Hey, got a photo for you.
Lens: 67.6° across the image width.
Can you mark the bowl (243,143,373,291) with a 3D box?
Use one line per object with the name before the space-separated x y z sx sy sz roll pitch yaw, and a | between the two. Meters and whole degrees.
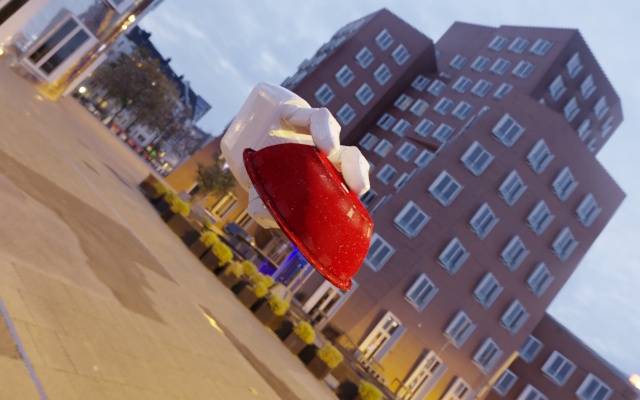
bowl | 0.001 0.002 0.441 0.055 0.162 0.162 -36 -6 8
